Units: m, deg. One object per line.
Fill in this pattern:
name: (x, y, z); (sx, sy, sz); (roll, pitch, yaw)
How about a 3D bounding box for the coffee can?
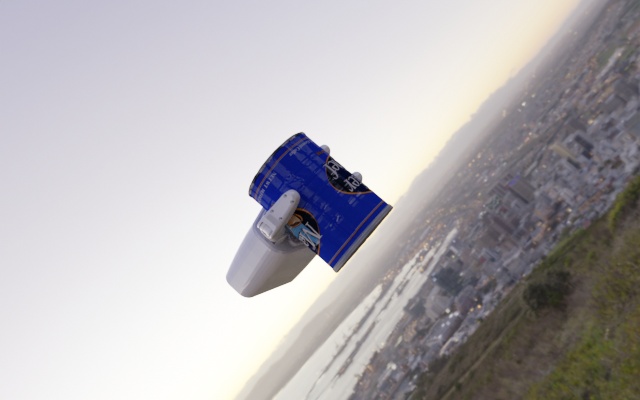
coffee can: (0.000, 0.002, 0.568); (0.140, 0.103, 0.103); (41, 7, 8)
